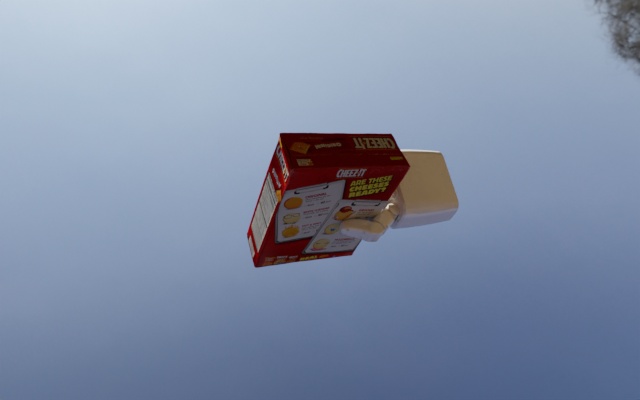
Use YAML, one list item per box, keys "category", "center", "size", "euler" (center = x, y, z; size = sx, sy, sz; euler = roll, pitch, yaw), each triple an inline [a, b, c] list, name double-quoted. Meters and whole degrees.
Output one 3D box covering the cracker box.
- category: "cracker box"
  center: [0.000, 0.002, 0.661]
  size: [0.164, 0.072, 0.214]
  euler: [-4, -37, -25]
